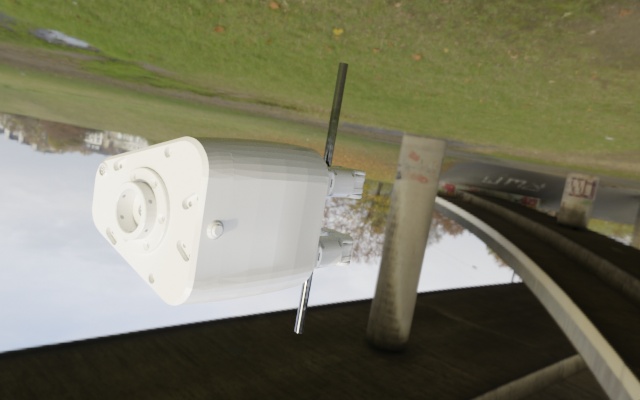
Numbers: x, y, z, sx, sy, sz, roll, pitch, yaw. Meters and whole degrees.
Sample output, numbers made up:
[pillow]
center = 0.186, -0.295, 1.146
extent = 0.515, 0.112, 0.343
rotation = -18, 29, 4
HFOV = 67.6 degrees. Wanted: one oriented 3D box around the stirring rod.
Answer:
[stirring rod]
center = 0.000, 0.001, 0.420
extent = 0.011, 0.239, 0.011
rotation = 9, 7, -1
